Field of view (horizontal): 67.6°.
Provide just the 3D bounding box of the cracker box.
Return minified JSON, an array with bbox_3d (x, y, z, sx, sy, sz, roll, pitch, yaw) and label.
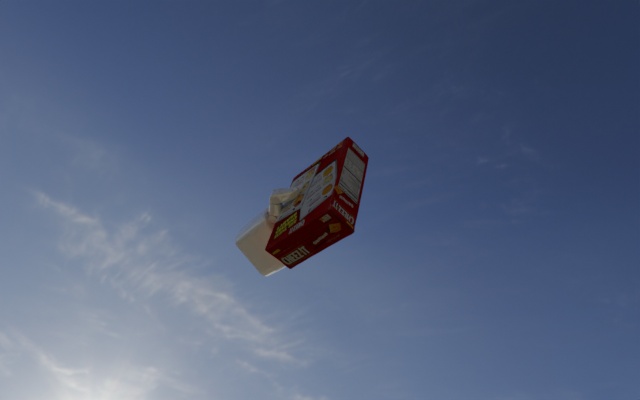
[{"bbox_3d":[0.000,0.003,0.875,0.072,0.213,0.164,41,-53,-21],"label":"cracker box"}]
